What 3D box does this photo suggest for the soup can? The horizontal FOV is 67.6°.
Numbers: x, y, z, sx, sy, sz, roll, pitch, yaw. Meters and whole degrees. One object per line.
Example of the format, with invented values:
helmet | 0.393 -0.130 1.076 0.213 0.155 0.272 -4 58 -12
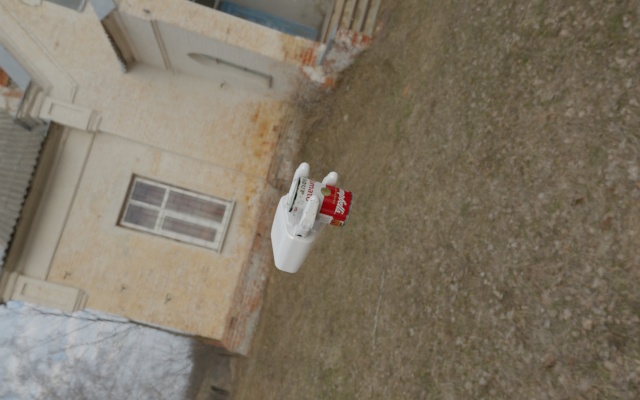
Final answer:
soup can | 0.000 0.002 0.856 0.102 0.068 0.068 16 -2 -7
